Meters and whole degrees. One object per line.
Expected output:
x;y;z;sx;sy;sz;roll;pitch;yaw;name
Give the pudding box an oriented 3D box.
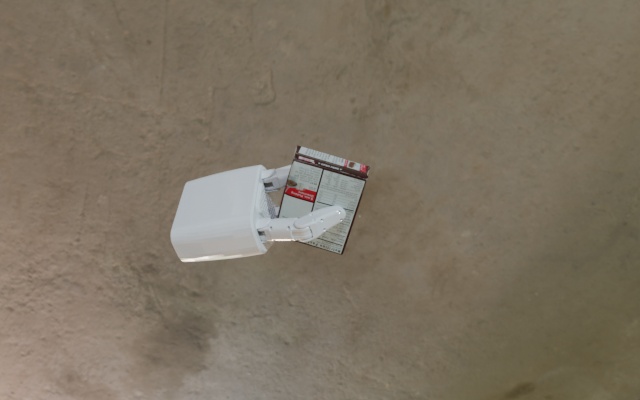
0.000;0.002;0.564;0.090;0.114;0.039;16;32;-1;pudding box
